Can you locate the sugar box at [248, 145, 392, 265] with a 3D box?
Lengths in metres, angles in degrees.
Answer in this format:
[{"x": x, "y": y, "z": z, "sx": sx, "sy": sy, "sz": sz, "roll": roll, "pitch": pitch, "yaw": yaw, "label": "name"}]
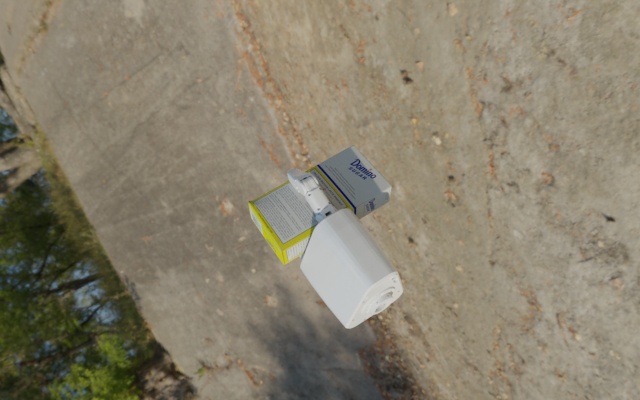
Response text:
[{"x": 0.000, "y": 0.003, "z": 0.652, "sx": 0.176, "sy": 0.093, "sz": 0.048, "roll": -28, "pitch": -31, "yaw": -19, "label": "sugar box"}]
